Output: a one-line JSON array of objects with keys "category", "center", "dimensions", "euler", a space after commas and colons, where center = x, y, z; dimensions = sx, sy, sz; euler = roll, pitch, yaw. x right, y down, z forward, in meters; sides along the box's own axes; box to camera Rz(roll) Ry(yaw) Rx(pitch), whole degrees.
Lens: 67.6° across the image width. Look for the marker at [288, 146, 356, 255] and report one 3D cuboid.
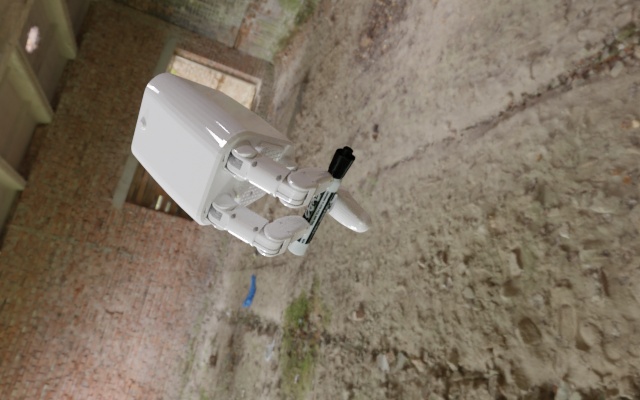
[{"category": "marker", "center": [0.000, 0.001, 0.444], "dimensions": [0.020, 0.121, 0.020], "euler": [20, 30, -12]}]
